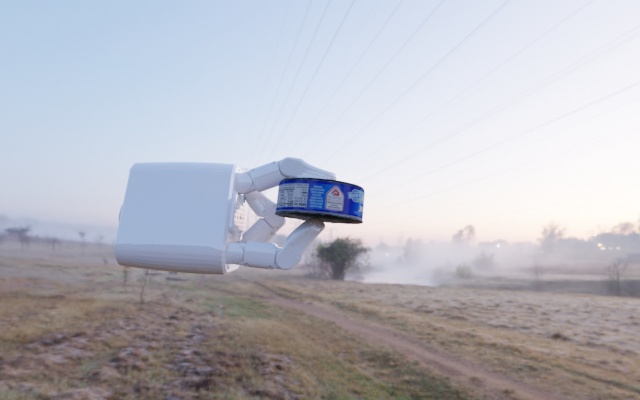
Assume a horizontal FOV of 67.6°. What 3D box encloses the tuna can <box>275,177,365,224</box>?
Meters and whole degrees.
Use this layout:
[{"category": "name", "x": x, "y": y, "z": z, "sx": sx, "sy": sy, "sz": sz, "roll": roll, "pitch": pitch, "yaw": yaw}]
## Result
[{"category": "tuna can", "x": 0.000, "y": 0.001, "z": 0.464, "sx": 0.086, "sy": 0.033, "sz": 0.086, "roll": 6, "pitch": -7, "yaw": 1}]
